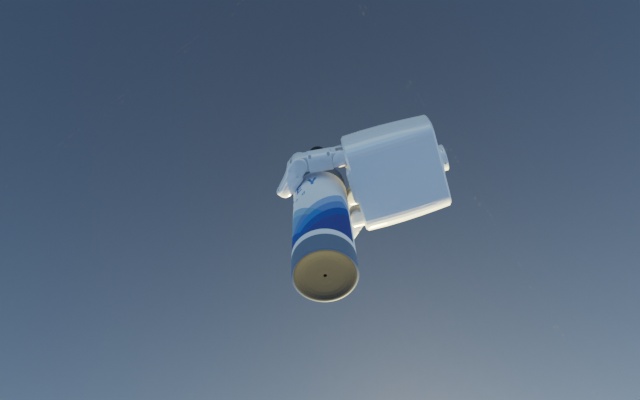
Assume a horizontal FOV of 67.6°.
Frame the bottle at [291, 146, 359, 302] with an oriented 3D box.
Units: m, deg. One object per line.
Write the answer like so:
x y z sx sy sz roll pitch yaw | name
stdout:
0.000 0.002 0.589 0.069 0.069 0.295 0 29 -2 | bottle
